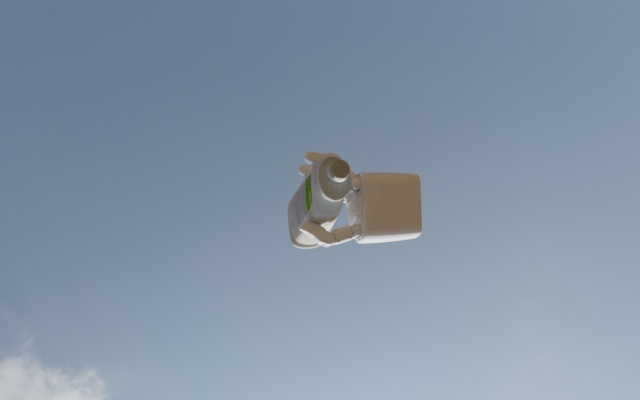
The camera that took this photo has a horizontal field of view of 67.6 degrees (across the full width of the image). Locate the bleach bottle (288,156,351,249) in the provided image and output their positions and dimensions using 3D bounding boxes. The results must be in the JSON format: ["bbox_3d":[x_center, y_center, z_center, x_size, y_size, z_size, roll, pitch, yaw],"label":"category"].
[{"bbox_3d":[0.000,0.002,0.779,0.068,0.102,0.251,-4,-17,-15],"label":"bleach bottle"}]
